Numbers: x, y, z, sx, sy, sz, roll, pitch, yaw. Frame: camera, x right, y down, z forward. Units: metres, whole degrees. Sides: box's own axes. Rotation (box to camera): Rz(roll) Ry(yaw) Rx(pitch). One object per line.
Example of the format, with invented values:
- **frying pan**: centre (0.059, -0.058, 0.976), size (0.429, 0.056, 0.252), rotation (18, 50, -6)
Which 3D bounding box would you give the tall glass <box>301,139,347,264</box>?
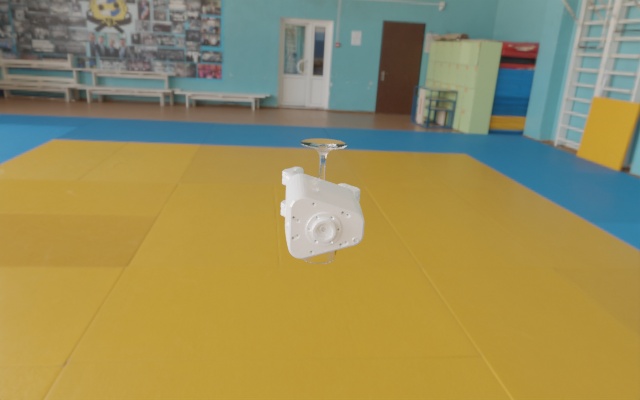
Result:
- **tall glass**: centre (0.000, 0.002, 0.797), size (0.079, 0.201, 0.079), rotation (3, 19, -1)
